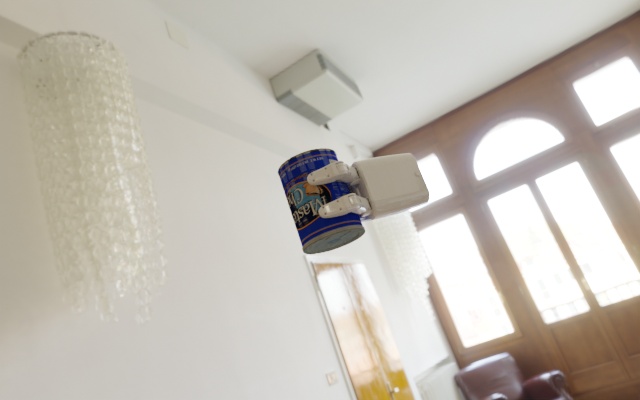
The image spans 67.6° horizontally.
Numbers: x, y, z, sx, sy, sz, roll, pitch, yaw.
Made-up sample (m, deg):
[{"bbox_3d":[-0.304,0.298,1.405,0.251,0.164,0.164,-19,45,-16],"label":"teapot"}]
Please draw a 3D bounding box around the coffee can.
[{"bbox_3d":[0.000,0.003,0.765,0.103,0.140,0.103,-17,-18,-6],"label":"coffee can"}]
